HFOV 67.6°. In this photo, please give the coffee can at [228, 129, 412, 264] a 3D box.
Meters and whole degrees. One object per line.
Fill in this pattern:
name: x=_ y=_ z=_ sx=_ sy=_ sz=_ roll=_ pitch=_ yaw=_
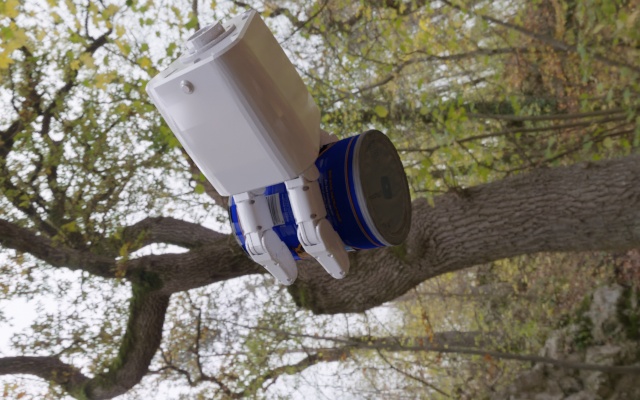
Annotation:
coffee can: x=0.000 y=0.002 z=0.447 sx=0.140 sy=0.103 sz=0.103 roll=-13 pitch=-7 yaw=31
